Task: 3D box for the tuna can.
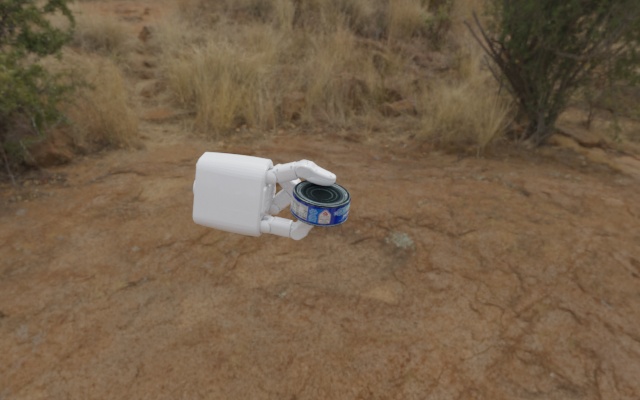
[{"bbox_3d":[0.000,0.002,0.690,0.086,0.034,0.086,7,28,-4],"label":"tuna can"}]
